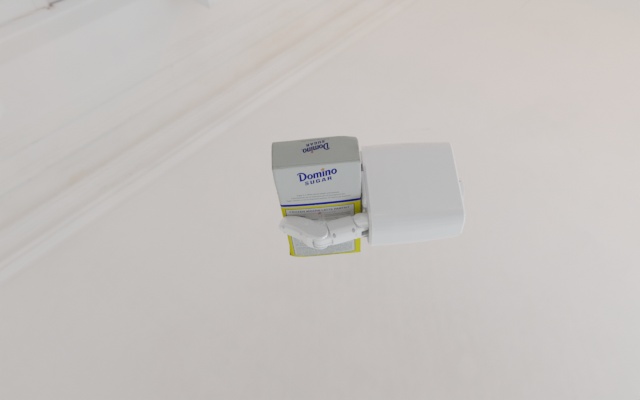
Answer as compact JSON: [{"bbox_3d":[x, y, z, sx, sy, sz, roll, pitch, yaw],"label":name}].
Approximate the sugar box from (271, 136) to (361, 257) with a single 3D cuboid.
[{"bbox_3d":[0.000,0.001,0.558,0.093,0.048,0.176,-5,-40,0],"label":"sugar box"}]
